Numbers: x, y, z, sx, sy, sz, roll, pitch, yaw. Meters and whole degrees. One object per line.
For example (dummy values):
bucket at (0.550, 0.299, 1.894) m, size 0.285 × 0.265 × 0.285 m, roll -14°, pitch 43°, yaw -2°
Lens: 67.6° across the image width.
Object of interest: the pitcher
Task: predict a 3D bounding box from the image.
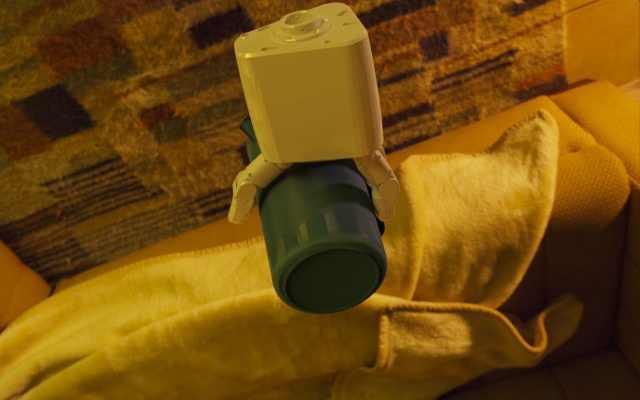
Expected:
pitcher at (0.000, 0.002, 0.526) m, size 0.149 × 0.145 × 0.242 m, roll -12°, pitch 41°, yaw -2°
